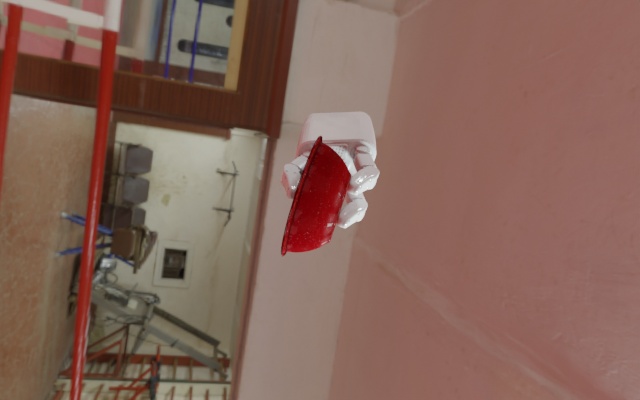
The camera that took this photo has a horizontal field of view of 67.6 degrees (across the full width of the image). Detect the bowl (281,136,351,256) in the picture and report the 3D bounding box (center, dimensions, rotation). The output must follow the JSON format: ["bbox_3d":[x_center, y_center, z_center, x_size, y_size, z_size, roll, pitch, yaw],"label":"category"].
[{"bbox_3d":[0.000,0.003,0.612,0.055,0.162,0.162,18,1,3],"label":"bowl"}]
